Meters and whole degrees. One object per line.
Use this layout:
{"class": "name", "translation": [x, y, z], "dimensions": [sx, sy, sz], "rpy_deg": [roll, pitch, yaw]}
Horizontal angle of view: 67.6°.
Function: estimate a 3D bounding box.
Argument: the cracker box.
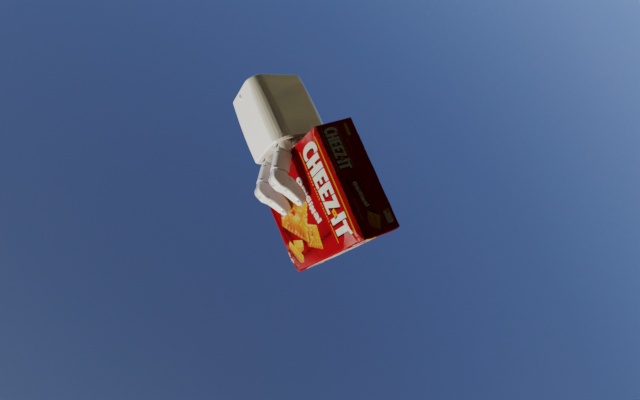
{"class": "cracker box", "translation": [0.000, 0.002, 0.704], "dimensions": [0.072, 0.164, 0.214], "rpy_deg": [-19, -9, -31]}
